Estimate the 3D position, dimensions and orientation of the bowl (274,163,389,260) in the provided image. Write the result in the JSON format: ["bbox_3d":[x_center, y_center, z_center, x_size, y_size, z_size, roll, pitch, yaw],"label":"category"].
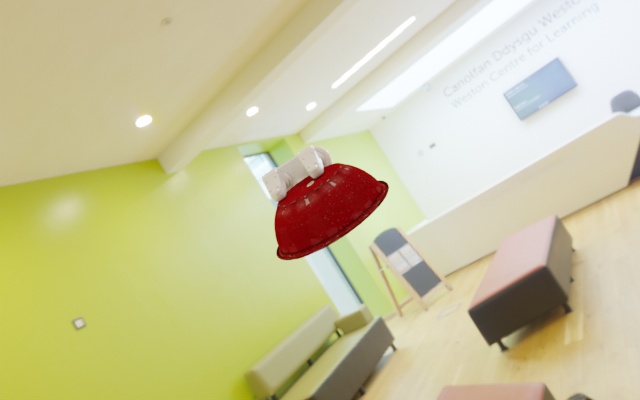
[{"bbox_3d":[0.000,0.002,0.579,0.162,0.055,0.162,-31,14,9],"label":"bowl"}]
